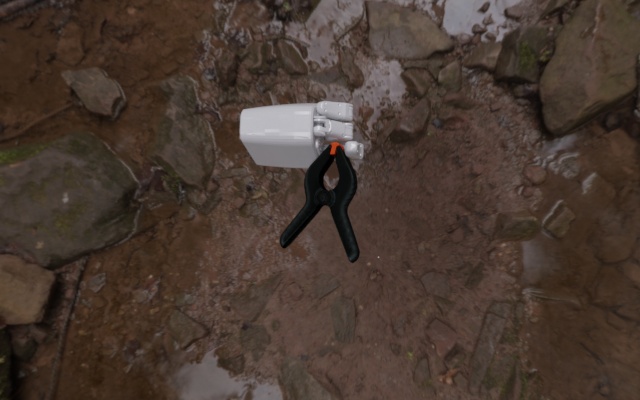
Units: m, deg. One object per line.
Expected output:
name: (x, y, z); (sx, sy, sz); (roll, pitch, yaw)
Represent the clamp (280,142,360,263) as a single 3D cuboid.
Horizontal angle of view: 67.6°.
clamp: (0.000, 0.002, 0.693); (0.120, 0.171, 0.039); (1, -6, 12)
